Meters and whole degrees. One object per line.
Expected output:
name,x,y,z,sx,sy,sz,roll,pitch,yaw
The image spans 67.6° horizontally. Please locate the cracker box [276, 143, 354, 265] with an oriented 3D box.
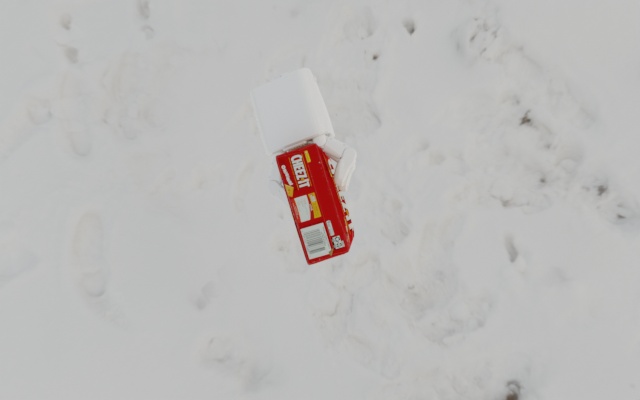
cracker box,0.000,0.003,0.771,0.072,0.164,0.213,-17,-1,6
